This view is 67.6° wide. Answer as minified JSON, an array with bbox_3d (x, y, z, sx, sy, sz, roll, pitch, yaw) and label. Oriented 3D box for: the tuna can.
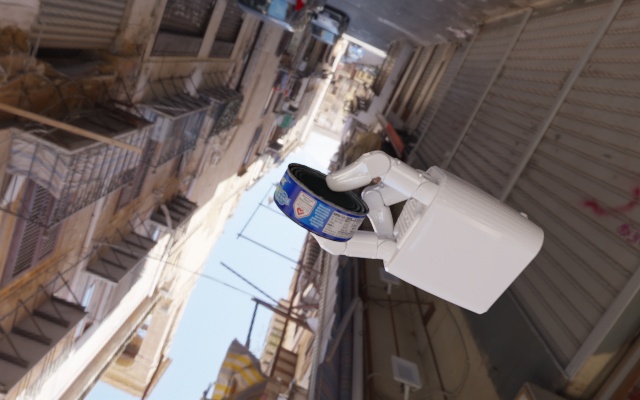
[{"bbox_3d":[0.000,0.002,0.440,0.086,0.034,0.086,28,16,-9],"label":"tuna can"}]
